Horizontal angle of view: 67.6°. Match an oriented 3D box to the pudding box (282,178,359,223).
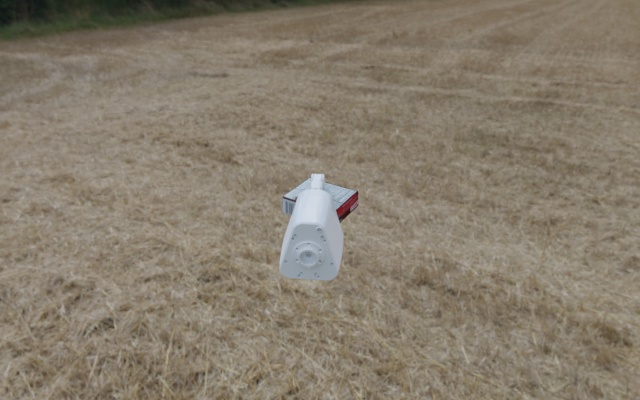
[{"bbox_3d":[0.000,0.003,0.866,0.113,0.039,0.090,18,34,28],"label":"pudding box"}]
